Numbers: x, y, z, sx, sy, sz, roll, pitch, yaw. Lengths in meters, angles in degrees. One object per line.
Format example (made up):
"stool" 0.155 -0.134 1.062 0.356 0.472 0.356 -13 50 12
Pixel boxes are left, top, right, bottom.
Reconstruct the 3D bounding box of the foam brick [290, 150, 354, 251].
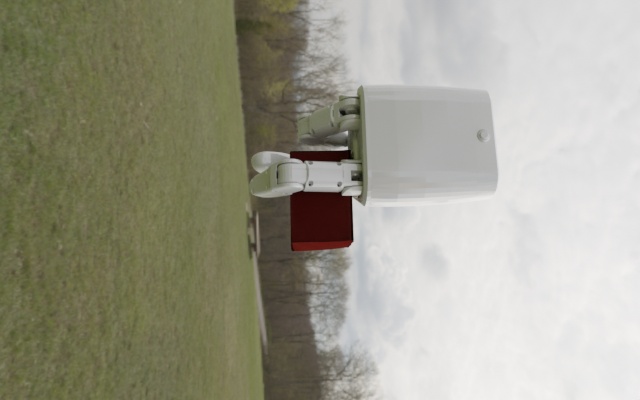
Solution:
"foam brick" 0.000 0.002 0.404 0.051 0.078 0.053 -1 -12 -3
